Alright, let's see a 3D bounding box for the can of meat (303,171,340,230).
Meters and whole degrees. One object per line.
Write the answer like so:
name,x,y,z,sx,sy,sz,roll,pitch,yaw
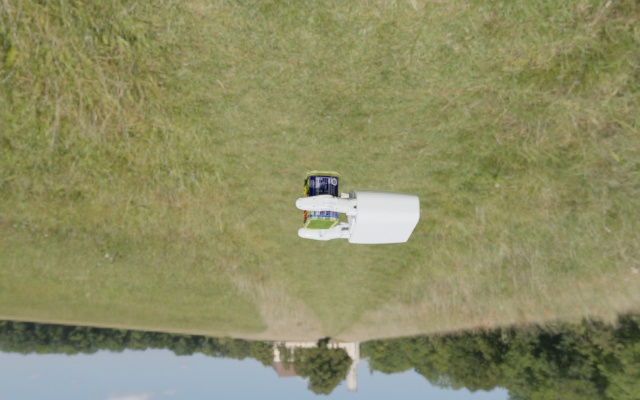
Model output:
can of meat,0.000,0.003,0.830,0.057,0.084,0.102,2,-13,-8
